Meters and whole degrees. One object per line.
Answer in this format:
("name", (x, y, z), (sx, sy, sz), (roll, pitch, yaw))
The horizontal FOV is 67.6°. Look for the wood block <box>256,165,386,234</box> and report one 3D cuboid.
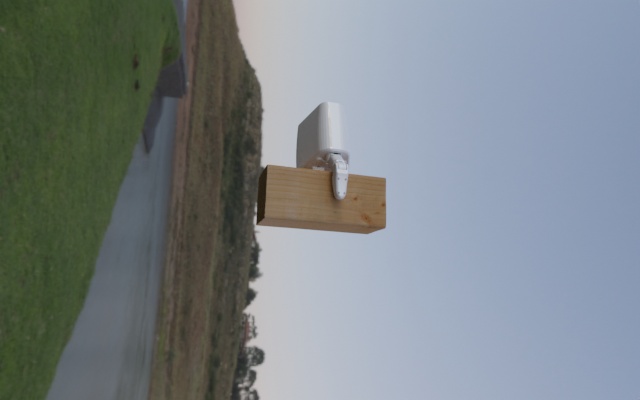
("wood block", (0.000, 0.002, 0.820), (0.206, 0.090, 0.091), (5, -13, -15))
